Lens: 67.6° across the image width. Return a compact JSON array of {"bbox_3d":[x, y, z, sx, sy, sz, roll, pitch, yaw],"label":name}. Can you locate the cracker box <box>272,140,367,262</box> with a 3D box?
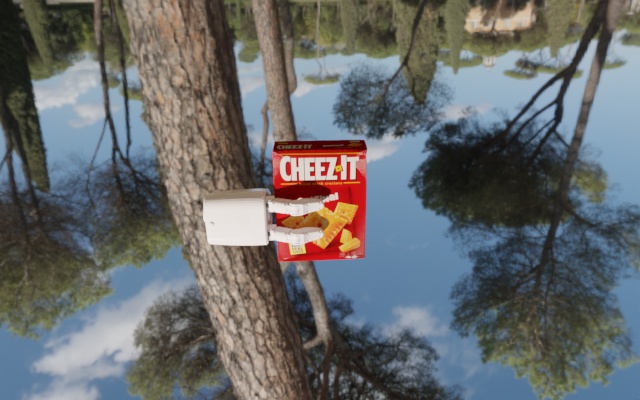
[{"bbox_3d":[0.000,0.003,0.864,0.164,0.214,0.072,-1,22,-1],"label":"cracker box"}]
